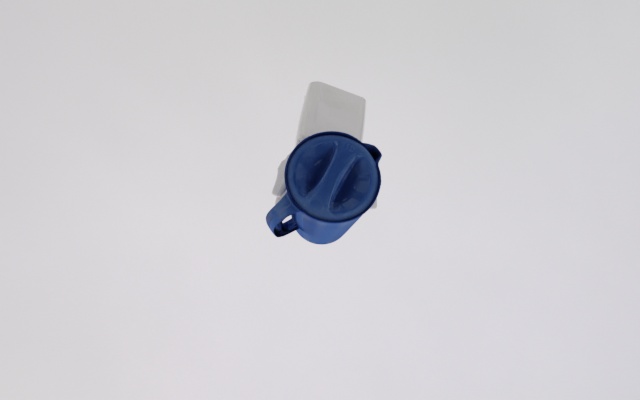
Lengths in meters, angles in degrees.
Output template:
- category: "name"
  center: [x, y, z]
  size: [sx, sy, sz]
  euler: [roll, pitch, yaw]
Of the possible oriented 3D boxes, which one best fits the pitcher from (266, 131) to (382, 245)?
- category: "pitcher"
  center: [0.000, 0.002, 0.758]
  size: [0.149, 0.145, 0.243]
  euler: [10, -17, -2]
